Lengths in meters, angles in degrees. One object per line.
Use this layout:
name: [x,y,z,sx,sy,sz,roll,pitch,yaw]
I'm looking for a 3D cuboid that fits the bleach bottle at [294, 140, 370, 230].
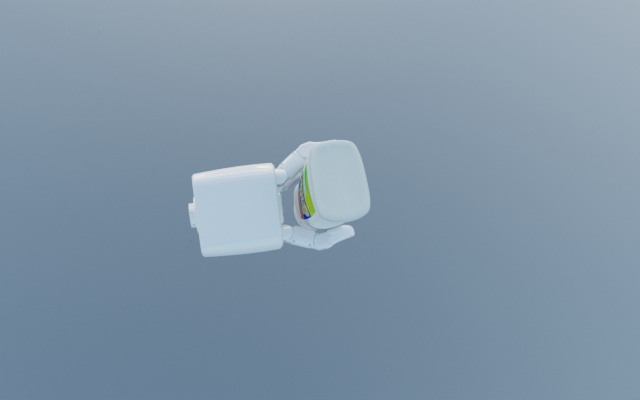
bleach bottle: [0.000,0.002,0.672,0.068,0.102,0.251,-7,-12,-12]
